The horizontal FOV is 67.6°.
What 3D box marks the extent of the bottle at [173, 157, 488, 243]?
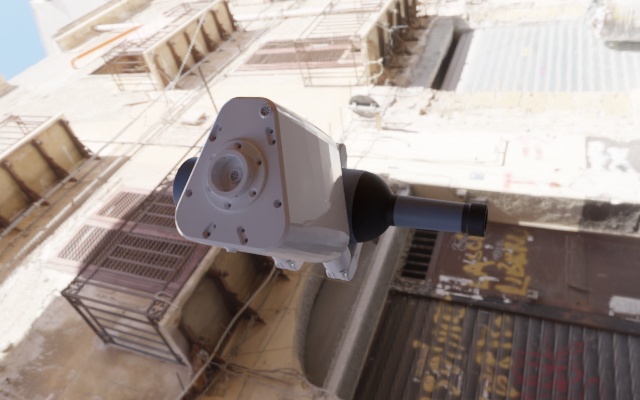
[{"bbox_3d":[0.000,0.001,0.445,0.295,0.069,0.069,6,2,24],"label":"bottle"}]
